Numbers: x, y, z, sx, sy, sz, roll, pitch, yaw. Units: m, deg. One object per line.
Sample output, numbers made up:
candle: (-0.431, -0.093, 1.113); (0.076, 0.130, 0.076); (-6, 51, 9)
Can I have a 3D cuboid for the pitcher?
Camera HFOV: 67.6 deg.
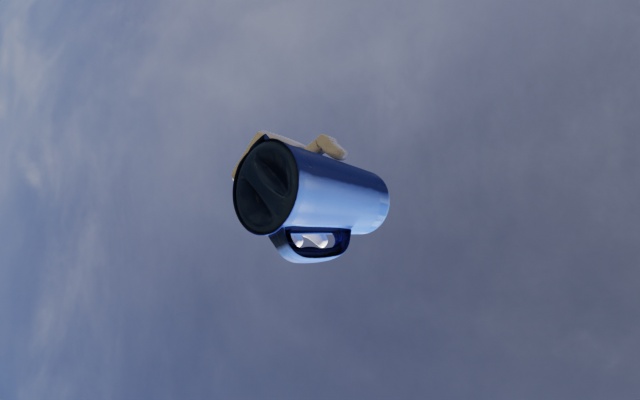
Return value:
pitcher: (0.000, 0.002, 0.726); (0.145, 0.149, 0.243); (27, 12, 41)
